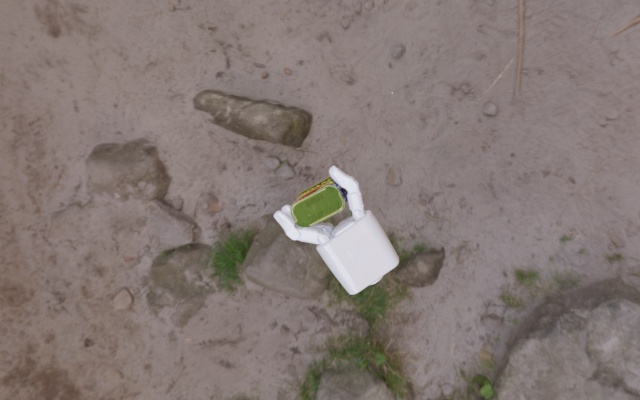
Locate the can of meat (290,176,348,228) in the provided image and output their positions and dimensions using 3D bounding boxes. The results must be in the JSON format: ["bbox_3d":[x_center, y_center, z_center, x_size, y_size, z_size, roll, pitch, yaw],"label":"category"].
[{"bbox_3d":[0.000,0.003,0.857,0.102,0.057,0.084,-28,8,13],"label":"can of meat"}]
